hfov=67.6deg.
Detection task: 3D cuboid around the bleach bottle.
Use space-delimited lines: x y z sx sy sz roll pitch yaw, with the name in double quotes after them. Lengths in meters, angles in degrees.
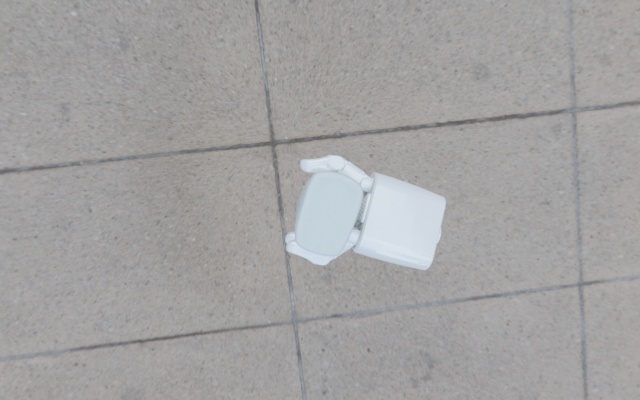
0.000 0.002 0.671 0.068 0.102 0.251 18 6 -6 "bleach bottle"
